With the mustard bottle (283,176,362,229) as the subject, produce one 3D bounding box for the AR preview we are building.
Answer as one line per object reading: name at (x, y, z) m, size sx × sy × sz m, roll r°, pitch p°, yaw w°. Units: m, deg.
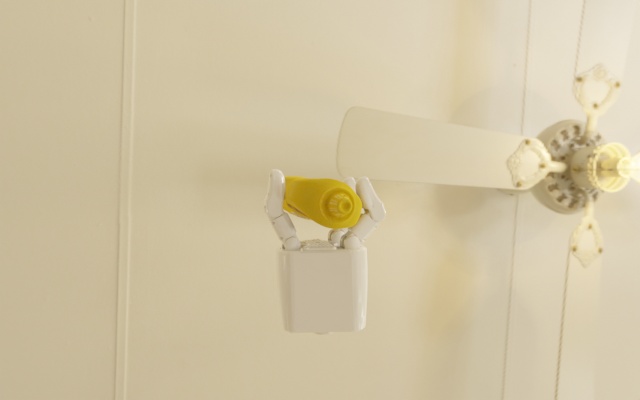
mustard bottle at (0.000, 0.002, 0.615) m, size 0.096 × 0.058 × 0.191 m, roll 23°, pitch -3°, yaw -16°
